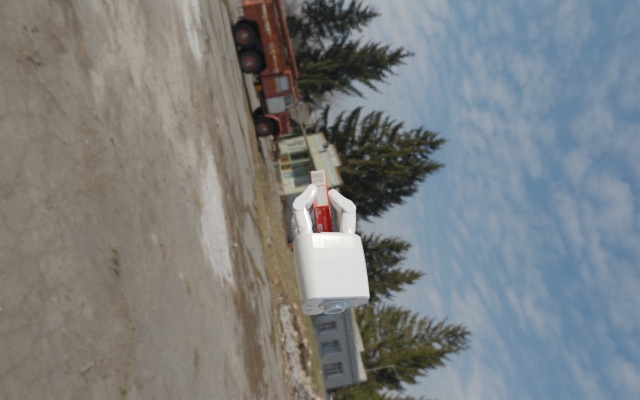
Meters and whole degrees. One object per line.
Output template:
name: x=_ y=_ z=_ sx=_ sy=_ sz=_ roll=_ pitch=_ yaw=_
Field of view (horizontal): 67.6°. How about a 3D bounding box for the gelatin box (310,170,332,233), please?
gelatin box: x=0.001 y=0.002 z=0.843 sx=0.030 sy=0.089 sz=0.073 roll=-6 pitch=-40 yaw=0
